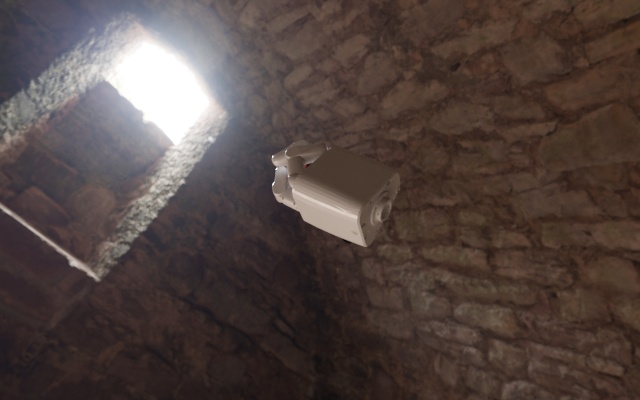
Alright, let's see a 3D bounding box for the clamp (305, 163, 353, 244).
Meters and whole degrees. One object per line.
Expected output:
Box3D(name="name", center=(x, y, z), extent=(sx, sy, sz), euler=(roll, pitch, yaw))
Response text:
Box3D(name="clamp", center=(0.000, 0.002, 0.762), extent=(0.120, 0.039, 0.172), euler=(25, -25, 28))
